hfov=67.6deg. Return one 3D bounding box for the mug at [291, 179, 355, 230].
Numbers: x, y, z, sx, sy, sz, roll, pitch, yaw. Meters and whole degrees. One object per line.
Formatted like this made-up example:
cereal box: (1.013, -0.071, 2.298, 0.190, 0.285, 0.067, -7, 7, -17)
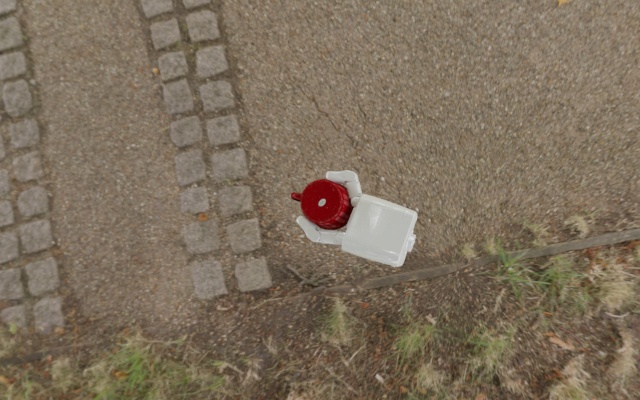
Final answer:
mug: (-0.001, 0.002, 0.890, 0.117, 0.093, 0.081, 16, -3, 16)
